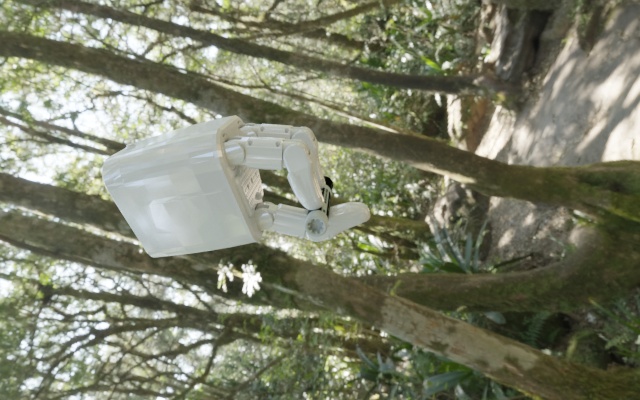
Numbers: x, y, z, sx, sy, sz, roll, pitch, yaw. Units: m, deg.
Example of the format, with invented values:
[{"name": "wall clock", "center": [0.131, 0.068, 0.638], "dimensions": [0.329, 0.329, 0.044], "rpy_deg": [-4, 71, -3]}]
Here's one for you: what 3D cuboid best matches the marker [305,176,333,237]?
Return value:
[{"name": "marker", "center": [0.000, 0.001, 0.446], "dimensions": [0.020, 0.020, 0.121], "rpy_deg": [0, 20, 4]}]
